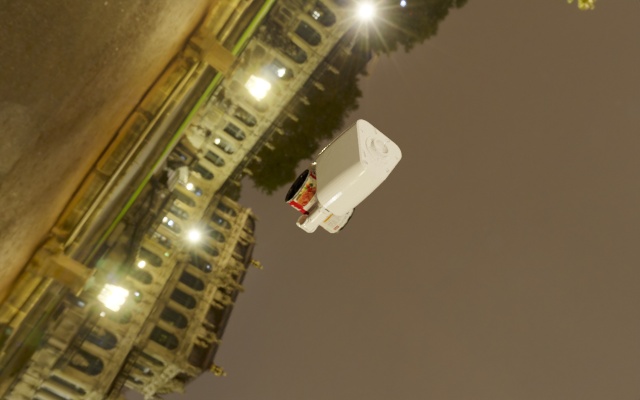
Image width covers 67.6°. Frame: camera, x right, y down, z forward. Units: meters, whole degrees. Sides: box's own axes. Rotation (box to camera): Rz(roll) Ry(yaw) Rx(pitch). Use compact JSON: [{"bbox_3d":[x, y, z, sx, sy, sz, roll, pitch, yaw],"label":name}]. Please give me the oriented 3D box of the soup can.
[{"bbox_3d":[0.000,0.003,0.815,0.102,0.068,0.068,35,-11,-16],"label":"soup can"}]
